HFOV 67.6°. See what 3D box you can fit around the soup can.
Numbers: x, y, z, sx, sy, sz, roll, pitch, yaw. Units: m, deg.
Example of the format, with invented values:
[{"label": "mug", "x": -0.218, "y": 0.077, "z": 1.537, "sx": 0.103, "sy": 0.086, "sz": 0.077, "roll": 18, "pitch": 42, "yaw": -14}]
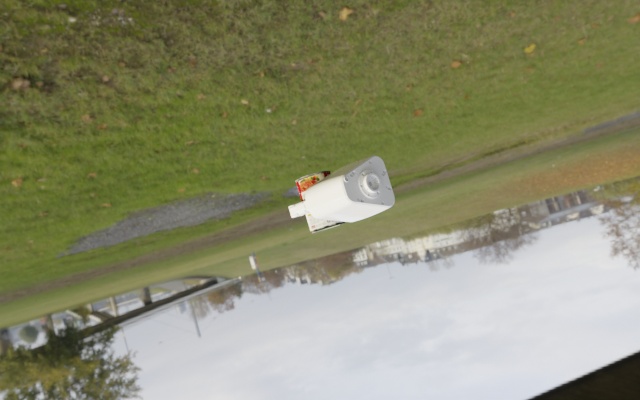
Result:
[{"label": "soup can", "x": 0.000, "y": 0.003, "z": 0.886, "sx": 0.068, "sy": 0.102, "sz": 0.068, "roll": -16, "pitch": -4, "yaw": -1}]
